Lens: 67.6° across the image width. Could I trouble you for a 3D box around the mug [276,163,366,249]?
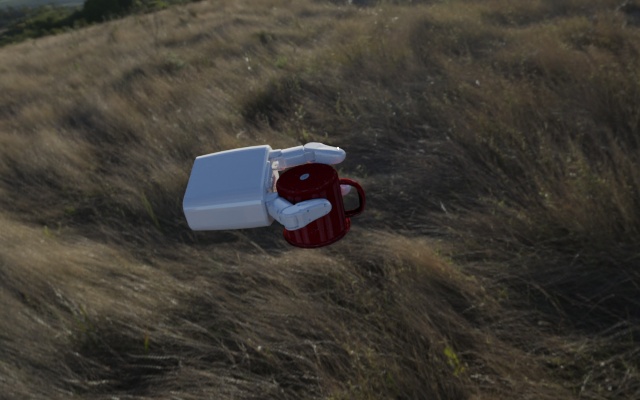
[{"bbox_3d":[0.001,0.002,0.623,0.117,0.081,0.093,-7,30,7],"label":"mug"}]
